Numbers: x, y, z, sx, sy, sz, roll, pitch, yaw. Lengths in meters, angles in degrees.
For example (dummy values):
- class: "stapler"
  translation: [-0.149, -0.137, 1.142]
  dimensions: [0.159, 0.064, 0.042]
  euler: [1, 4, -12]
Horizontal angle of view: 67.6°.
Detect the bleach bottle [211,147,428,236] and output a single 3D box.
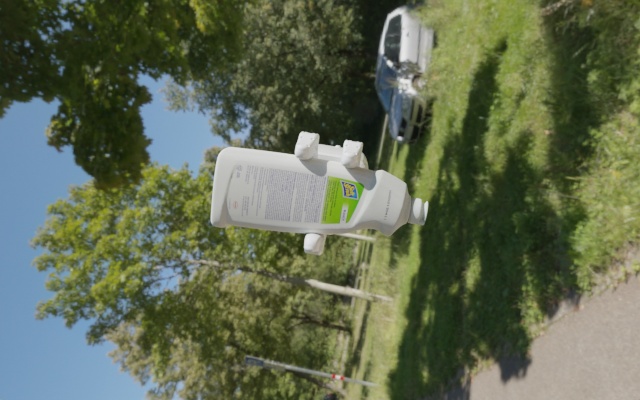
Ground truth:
- class: "bleach bottle"
  translation: [0.000, 0.002, 0.577]
  dimensions: [0.251, 0.102, 0.068]
  euler: [10, 14, 5]
